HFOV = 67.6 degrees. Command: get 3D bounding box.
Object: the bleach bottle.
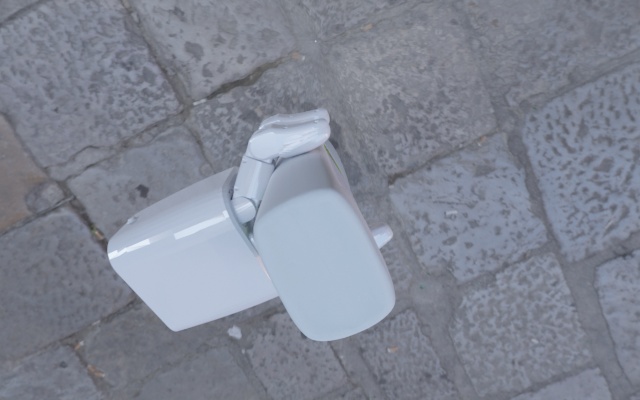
[{"bbox_3d":[0.000,0.001,0.400,0.068,0.102,0.250,-24,17,7],"label":"bleach bottle"}]
